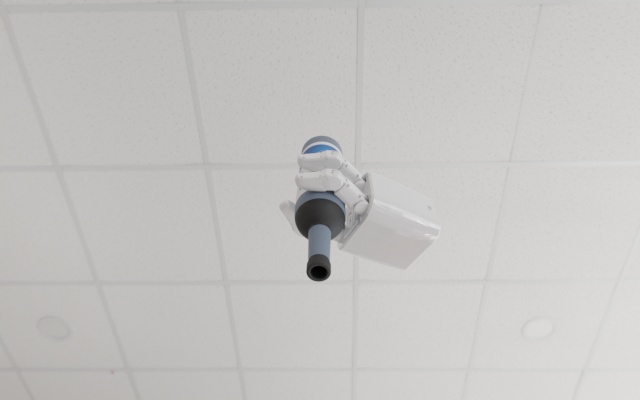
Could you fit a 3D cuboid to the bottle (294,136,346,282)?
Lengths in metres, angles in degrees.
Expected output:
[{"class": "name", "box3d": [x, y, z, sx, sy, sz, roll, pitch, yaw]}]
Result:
[{"class": "bottle", "box3d": [0.000, 0.002, 0.646, 0.069, 0.069, 0.295, 0, 32, 1]}]
